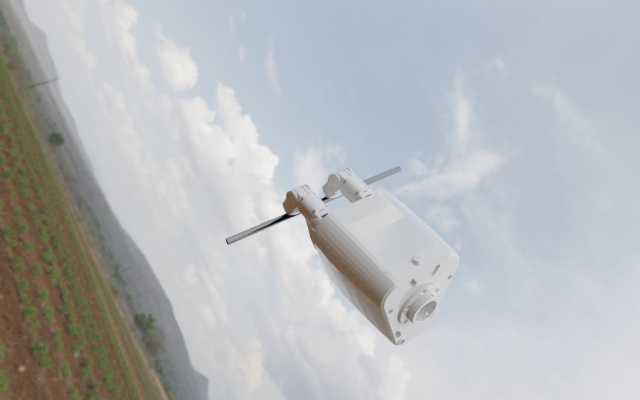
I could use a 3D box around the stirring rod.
[{"bbox_3d":[0.000,0.002,0.563,0.239,0.011,0.011,-23,10,-24],"label":"stirring rod"}]
